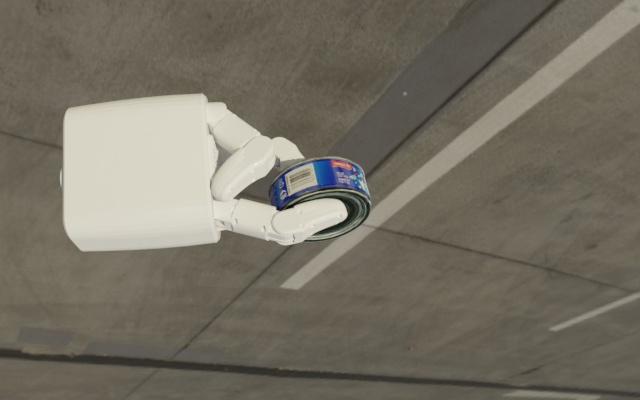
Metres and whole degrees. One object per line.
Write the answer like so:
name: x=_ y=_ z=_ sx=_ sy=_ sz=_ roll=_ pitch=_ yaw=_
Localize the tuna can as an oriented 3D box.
tuna can: x=0.000 y=0.002 z=0.410 sx=0.086 sy=0.033 sz=0.086 roll=-9 pitch=-33 yaw=-6
